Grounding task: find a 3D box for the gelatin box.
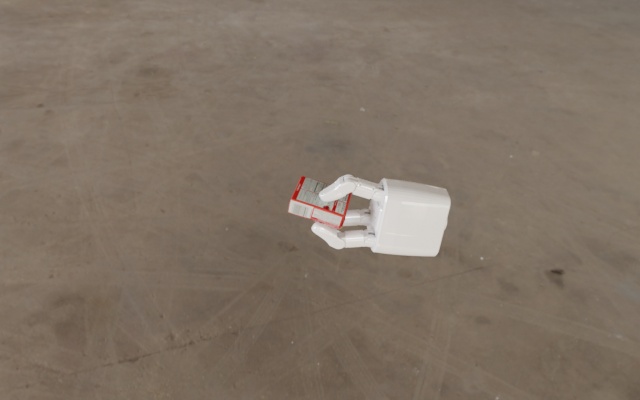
[{"bbox_3d":[0.000,0.002,0.759,0.089,0.030,0.073,18,35,1],"label":"gelatin box"}]
